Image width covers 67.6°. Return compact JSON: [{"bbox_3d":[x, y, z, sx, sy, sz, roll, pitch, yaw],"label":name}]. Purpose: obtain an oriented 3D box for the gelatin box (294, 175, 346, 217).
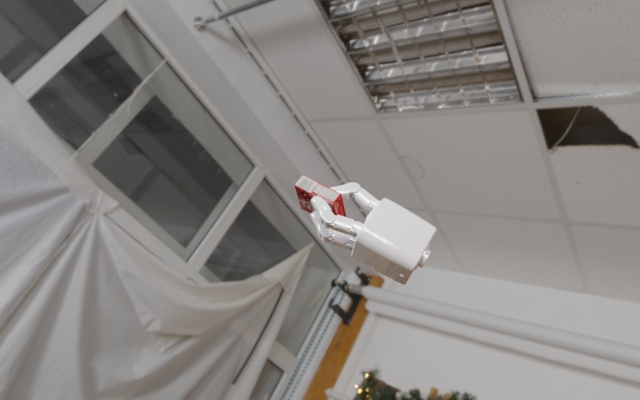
[{"bbox_3d":[0.000,0.002,0.854,0.089,0.030,0.073,27,-27,27],"label":"gelatin box"}]
